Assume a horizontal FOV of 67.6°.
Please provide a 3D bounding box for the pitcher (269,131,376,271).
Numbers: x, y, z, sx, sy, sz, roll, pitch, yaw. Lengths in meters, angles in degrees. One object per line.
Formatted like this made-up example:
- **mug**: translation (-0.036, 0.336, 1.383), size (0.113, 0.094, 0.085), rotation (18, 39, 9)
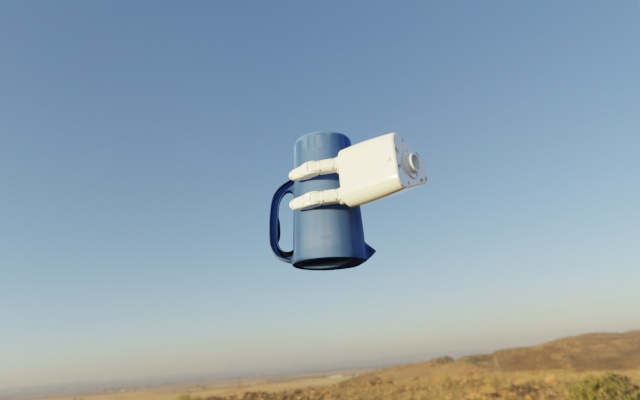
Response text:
- **pitcher**: translation (0.000, 0.003, 0.866), size (0.145, 0.242, 0.149), rotation (-17, -22, 37)
